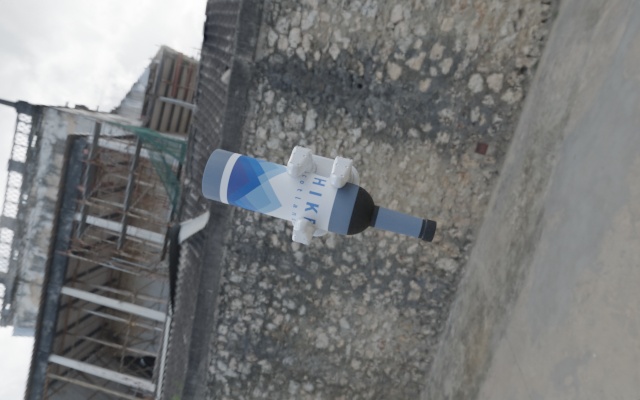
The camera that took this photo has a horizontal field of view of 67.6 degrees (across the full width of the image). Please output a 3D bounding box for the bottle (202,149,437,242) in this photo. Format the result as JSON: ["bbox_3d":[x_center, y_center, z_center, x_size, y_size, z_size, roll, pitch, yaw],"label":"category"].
[{"bbox_3d":[0.000,0.002,0.611,0.295,0.069,0.069,15,1,6],"label":"bottle"}]
